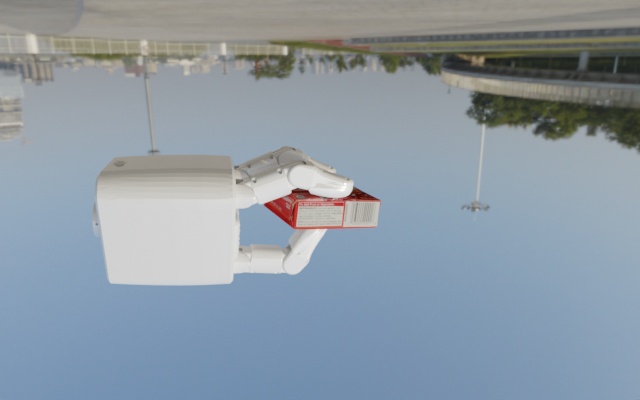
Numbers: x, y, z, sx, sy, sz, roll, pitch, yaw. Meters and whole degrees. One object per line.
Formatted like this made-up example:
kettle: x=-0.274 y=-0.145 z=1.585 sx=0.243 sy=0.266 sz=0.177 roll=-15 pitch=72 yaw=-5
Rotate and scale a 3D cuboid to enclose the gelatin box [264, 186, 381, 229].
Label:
gelatin box: x=0.000 y=0.002 z=0.450 sx=0.089 sy=0.030 sz=0.073 roll=1 pitch=16 yaw=-27
